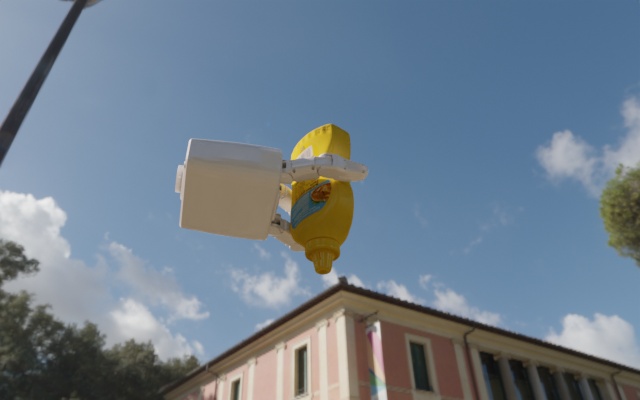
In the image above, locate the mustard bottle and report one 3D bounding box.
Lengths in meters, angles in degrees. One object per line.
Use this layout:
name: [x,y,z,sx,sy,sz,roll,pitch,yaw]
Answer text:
mustard bottle: [0.000,0.002,0.590,0.058,0.191,0.096,26,-44,-32]
